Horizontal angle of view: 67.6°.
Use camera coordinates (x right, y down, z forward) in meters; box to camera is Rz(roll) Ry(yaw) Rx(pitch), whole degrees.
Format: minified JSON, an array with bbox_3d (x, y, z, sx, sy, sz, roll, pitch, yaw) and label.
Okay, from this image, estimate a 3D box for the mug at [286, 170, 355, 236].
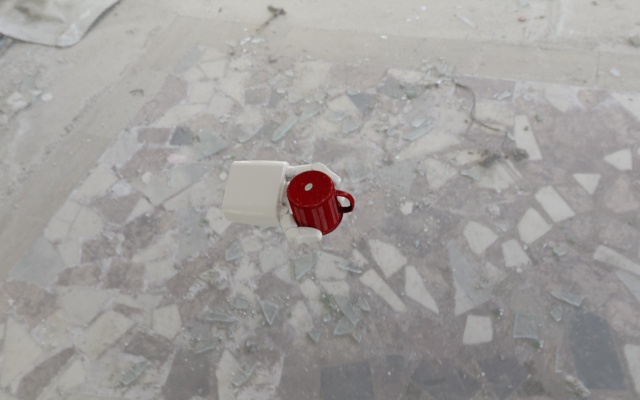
[{"bbox_3d":[0.001,0.003,0.817,0.117,0.093,0.082,2,-36,13],"label":"mug"}]
